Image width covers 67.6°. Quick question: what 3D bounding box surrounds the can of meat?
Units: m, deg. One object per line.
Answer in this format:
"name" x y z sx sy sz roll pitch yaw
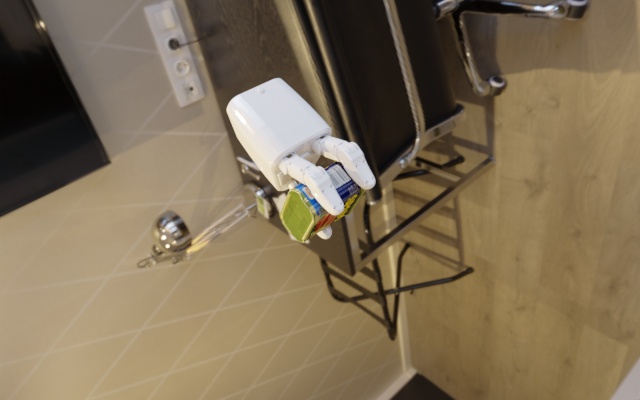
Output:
"can of meat" 0.000 0.002 0.617 0.084 0.057 0.102 -32 -15 -27
